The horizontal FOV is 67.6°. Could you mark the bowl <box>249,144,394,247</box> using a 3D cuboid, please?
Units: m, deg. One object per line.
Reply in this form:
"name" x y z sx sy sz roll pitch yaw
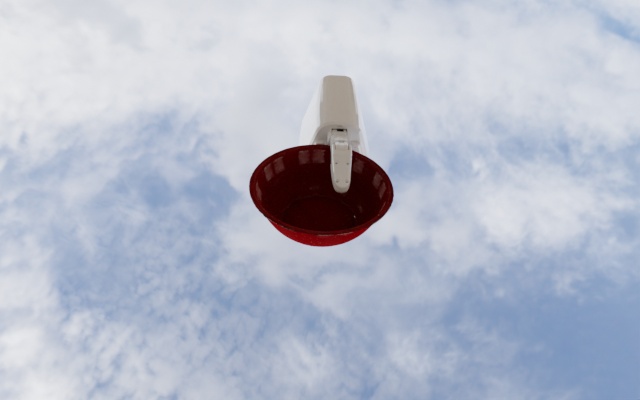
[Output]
"bowl" 0.000 0.003 0.549 0.162 0.055 0.162 3 40 -2
